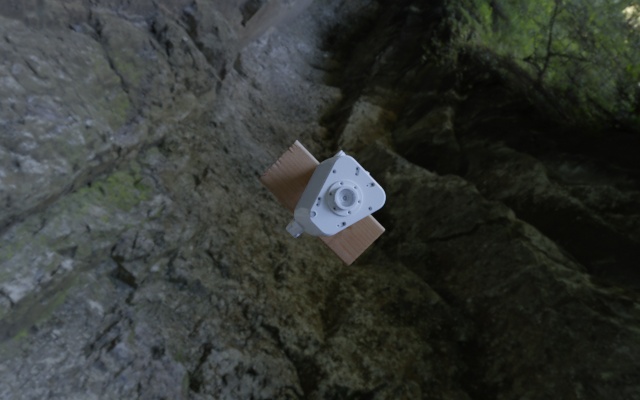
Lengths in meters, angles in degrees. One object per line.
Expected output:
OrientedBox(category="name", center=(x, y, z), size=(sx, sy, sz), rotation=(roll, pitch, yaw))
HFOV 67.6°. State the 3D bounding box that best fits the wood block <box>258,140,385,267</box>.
OrientedBox(category="wood block", center=(0.000, 0.003, 0.814), size=(0.091, 0.206, 0.090), rotation=(-45, 7, 1))
